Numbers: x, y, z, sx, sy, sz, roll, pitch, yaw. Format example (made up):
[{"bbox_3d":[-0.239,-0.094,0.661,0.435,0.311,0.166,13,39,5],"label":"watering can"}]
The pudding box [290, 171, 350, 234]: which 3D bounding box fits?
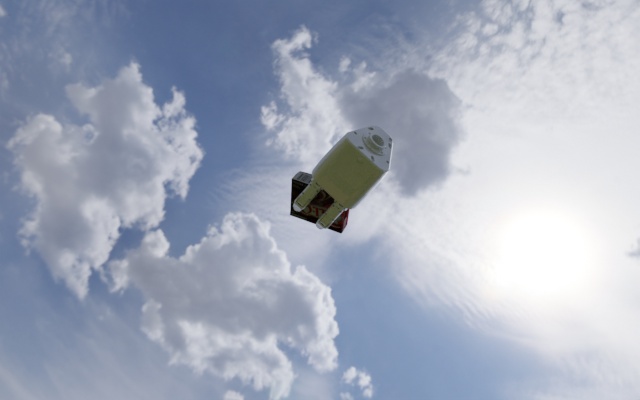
[{"bbox_3d":[0.000,0.003,0.898,0.113,0.090,0.039,20,40,18],"label":"pudding box"}]
